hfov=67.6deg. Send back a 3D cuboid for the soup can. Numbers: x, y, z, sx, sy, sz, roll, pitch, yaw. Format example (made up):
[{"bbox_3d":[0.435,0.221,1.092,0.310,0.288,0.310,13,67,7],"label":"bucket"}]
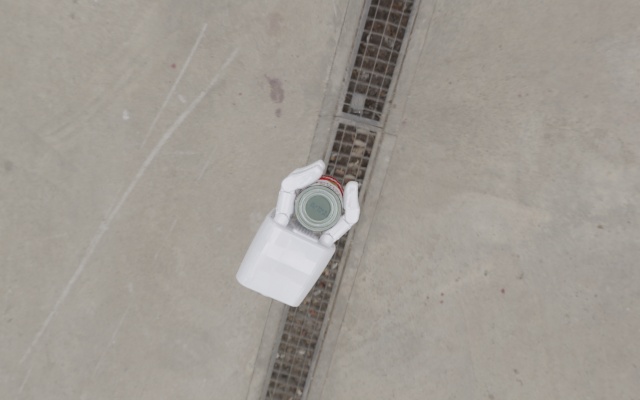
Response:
[{"bbox_3d":[0.000,0.002,0.698,0.068,0.068,0.102,0,11,5],"label":"soup can"}]
